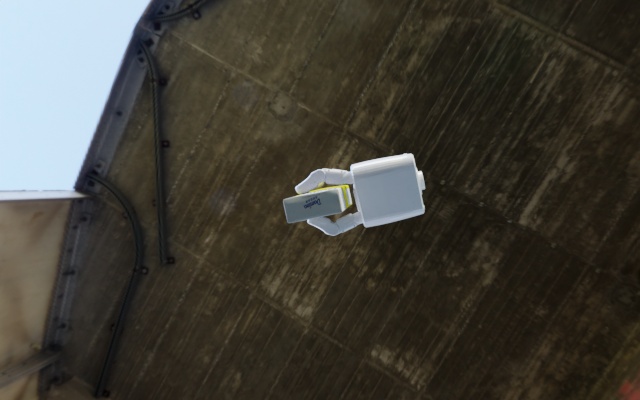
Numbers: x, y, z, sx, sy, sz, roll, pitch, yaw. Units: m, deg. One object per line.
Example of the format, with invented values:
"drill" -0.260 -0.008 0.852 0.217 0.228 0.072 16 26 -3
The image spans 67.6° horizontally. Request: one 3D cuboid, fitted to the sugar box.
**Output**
"sugar box" 0.000 0.002 0.838 0.093 0.048 0.176 -12 0 9
